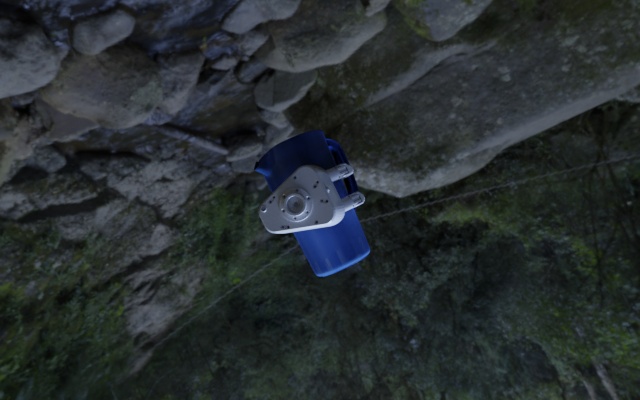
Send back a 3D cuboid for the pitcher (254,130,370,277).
[{"bbox_3d":[0.000,0.003,0.859,0.149,0.243,0.145,-26,-3,7],"label":"pitcher"}]
